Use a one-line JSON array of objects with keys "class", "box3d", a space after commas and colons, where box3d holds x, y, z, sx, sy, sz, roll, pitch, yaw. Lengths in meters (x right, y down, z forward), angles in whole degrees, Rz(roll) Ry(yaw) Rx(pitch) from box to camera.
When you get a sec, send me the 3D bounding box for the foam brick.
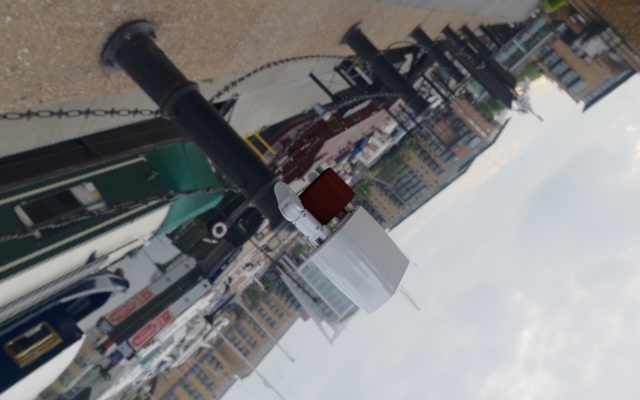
[{"class": "foam brick", "box3d": [0.000, 0.002, 0.622, 0.078, 0.051, 0.053, -44, 0, 15]}]
